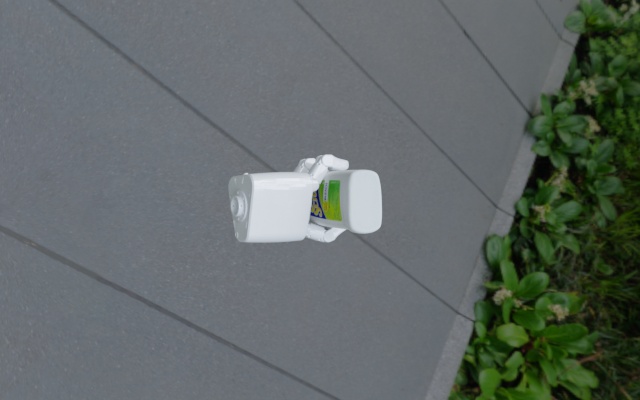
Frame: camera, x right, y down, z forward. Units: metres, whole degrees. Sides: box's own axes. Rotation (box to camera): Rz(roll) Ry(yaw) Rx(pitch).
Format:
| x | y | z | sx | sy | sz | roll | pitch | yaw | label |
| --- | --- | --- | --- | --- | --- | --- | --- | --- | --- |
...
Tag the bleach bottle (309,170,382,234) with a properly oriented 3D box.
| x | y | z | sx | sy | sz | roll | pitch | yaw | label |
| --- | --- | --- | --- | --- | --- | --- | --- | --- | --- |
| 0.000 | 0.003 | 0.834 | 0.068 | 0.102 | 0.251 | -1 | -1 | -34 | bleach bottle |
